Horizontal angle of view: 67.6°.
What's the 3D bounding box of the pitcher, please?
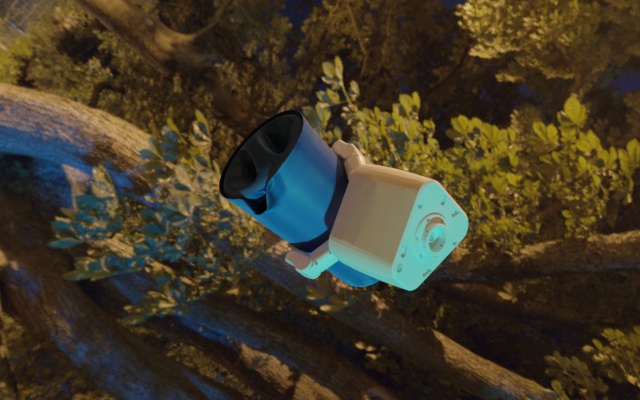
[{"bbox_3d":[0.000,0.002,0.624,0.243,0.149,0.145,43,-15,-33],"label":"pitcher"}]
